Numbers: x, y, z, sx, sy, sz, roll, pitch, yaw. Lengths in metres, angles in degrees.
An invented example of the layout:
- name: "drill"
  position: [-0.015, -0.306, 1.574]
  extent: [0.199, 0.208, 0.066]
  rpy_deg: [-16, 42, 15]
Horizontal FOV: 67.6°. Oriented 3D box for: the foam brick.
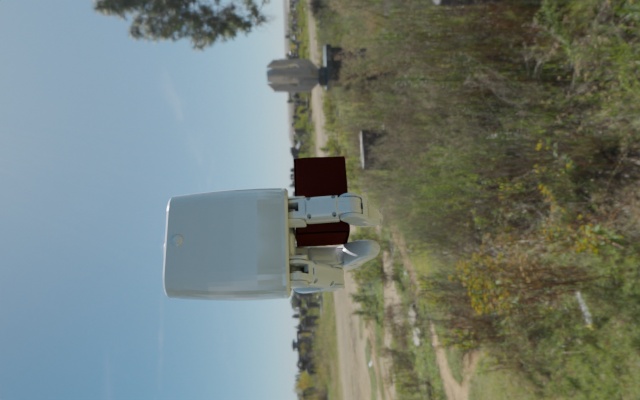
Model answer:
- name: "foam brick"
  position: [0.000, 0.001, 0.469]
  extent: [0.051, 0.078, 0.053]
  rpy_deg: [-2, -19, -1]
